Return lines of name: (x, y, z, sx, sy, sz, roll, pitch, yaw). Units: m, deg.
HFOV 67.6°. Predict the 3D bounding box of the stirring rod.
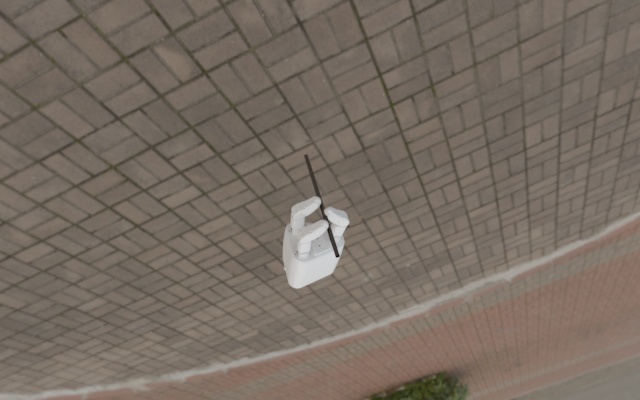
stirring rod: (0.000, 0.003, 0.880, 0.011, 0.239, 0.011, -11, -37, -9)
